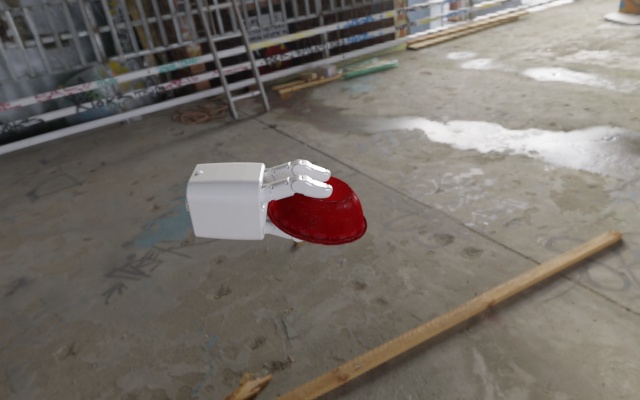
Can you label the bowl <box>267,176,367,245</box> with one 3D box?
[{"bbox_3d":[0.001,0.002,0.742,0.162,0.055,0.162,10,28,-5],"label":"bowl"}]
